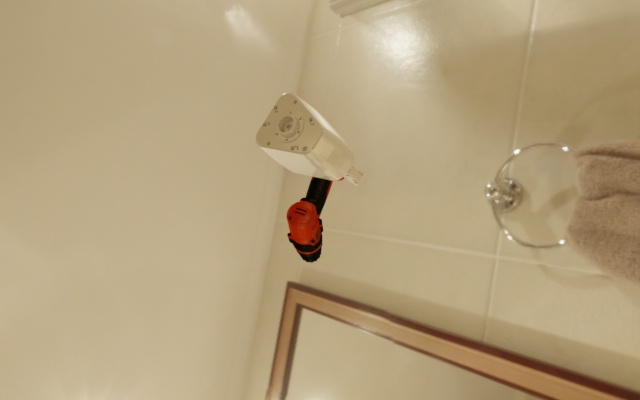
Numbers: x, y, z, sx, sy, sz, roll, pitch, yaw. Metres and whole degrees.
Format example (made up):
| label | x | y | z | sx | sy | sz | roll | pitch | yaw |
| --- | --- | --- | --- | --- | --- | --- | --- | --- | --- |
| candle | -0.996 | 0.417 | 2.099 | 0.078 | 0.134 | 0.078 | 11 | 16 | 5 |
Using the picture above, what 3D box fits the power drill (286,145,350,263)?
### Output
| label | x | y | z | sx | sy | sz | roll | pitch | yaw |
| --- | --- | --- | --- | --- | --- | --- | --- | --- | --- |
| power drill | 0.000 | 0.002 | 0.828 | 0.057 | 0.187 | 0.184 | 15 | -25 | 10 |
